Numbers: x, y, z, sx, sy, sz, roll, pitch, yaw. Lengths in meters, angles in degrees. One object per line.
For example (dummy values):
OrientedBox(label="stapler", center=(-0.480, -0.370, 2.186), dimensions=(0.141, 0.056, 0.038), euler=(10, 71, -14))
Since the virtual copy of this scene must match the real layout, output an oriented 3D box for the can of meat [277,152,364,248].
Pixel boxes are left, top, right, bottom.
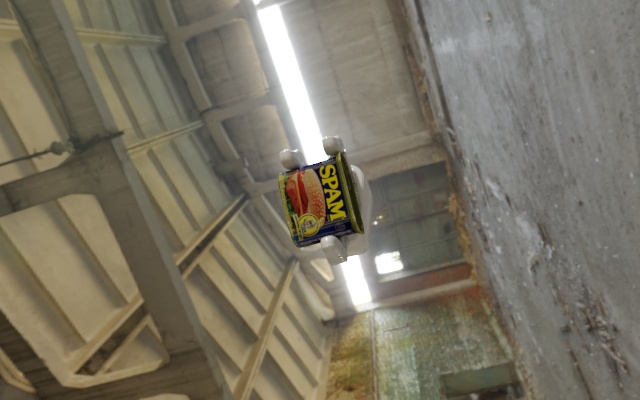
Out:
OrientedBox(label="can of meat", center=(0.000, 0.002, 0.592), dimensions=(0.084, 0.102, 0.057), euler=(-16, -16, 11))
